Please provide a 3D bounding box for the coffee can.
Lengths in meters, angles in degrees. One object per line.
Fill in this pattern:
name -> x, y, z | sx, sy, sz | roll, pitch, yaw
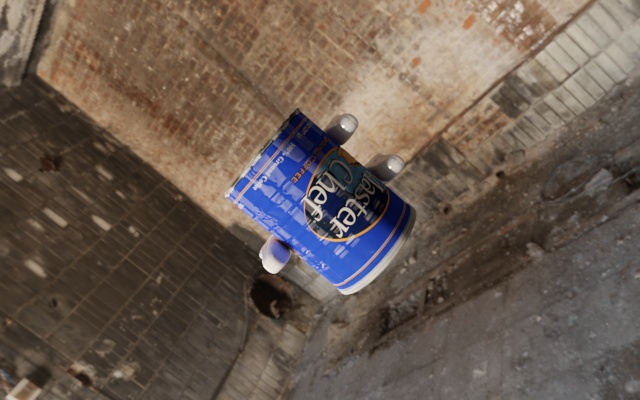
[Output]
coffee can -> 0.000, 0.002, 0.431 | 0.140, 0.103, 0.103 | 40, -7, -8
